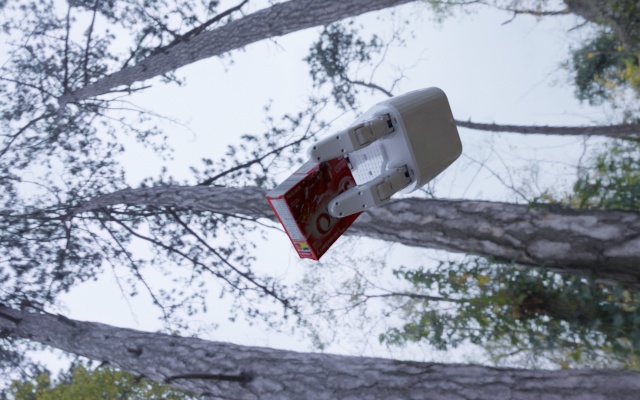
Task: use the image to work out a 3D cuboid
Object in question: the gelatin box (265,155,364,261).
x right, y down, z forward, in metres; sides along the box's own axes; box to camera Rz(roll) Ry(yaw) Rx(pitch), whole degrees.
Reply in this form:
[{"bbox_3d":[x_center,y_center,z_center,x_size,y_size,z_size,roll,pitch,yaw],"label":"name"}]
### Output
[{"bbox_3d":[0.000,0.002,0.456,0.030,0.073,0.089,-1,33,47],"label":"gelatin box"}]
